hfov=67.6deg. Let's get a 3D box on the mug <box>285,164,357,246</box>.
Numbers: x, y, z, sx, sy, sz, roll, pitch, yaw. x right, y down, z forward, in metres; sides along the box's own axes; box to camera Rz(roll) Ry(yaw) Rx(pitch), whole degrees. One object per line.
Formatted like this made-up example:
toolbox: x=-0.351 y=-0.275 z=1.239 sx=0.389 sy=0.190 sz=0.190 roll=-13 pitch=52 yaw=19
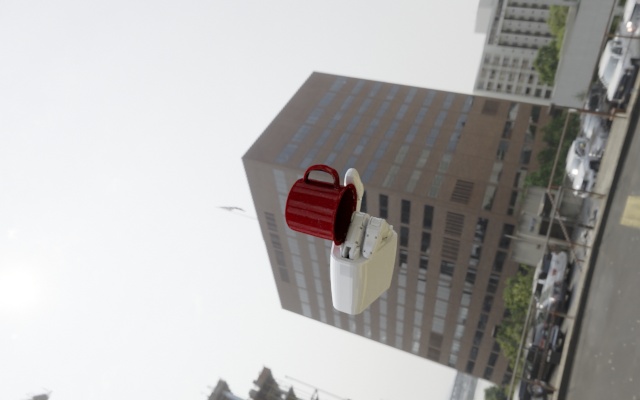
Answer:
mug: x=0.000 y=0.001 z=0.699 sx=0.081 sy=0.117 sz=0.093 roll=13 pitch=33 yaw=21
